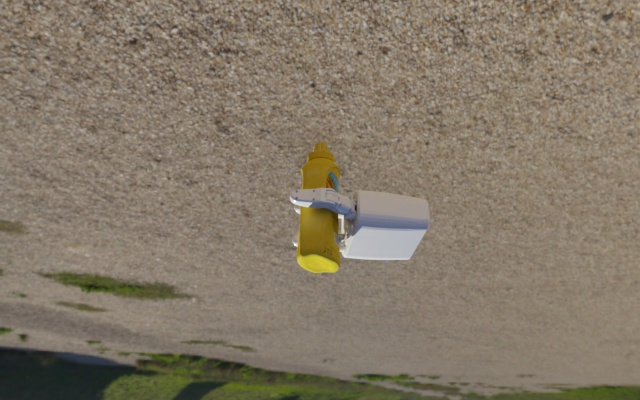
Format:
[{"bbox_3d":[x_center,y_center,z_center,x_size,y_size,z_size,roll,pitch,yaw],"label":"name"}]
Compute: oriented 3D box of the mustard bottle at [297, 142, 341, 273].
[{"bbox_3d":[0.000,0.003,0.694,0.058,0.191,0.096,-4,-23,14],"label":"mustard bottle"}]
